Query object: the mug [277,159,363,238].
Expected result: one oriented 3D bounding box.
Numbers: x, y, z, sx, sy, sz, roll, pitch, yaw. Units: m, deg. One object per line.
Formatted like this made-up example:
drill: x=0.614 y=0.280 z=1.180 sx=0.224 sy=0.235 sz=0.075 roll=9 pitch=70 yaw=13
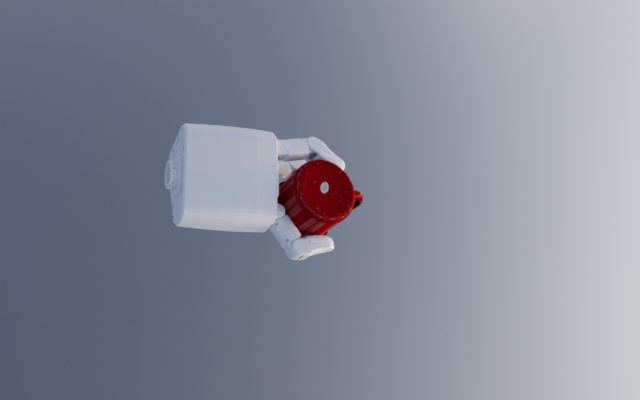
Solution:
mug: x=0.001 y=0.002 z=0.594 sx=0.117 sy=0.093 sz=0.081 roll=2 pitch=-23 yaw=-28
